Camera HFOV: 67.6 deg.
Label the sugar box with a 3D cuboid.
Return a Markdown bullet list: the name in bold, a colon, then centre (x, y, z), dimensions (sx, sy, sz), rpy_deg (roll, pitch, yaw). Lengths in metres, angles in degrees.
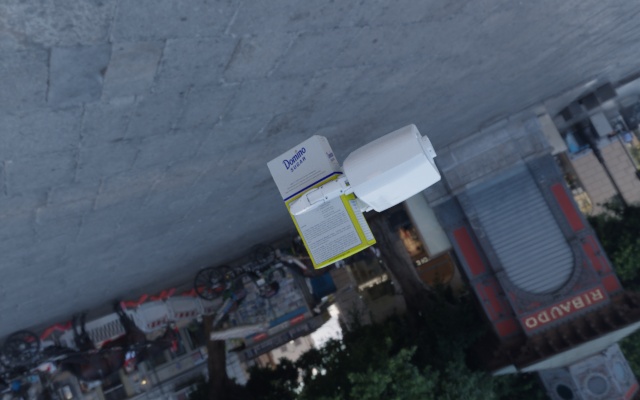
- **sugar box**: centre (0.000, 0.002, 0.701), dimensions (0.093, 0.176, 0.048), rpy_deg (-27, -10, 21)
